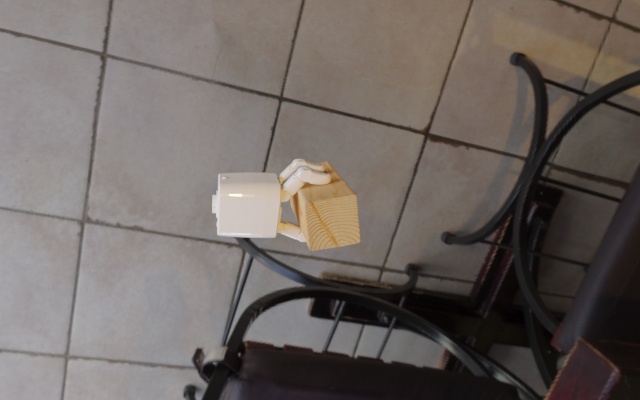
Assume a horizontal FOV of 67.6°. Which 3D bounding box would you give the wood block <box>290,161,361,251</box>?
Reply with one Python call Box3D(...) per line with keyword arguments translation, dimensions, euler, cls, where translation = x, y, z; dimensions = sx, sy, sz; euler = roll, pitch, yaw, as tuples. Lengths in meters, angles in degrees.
Box3D(translation=(0.000, 0.003, 0.880), dimensions=(0.090, 0.091, 0.206), euler=(-9, 22, -9), cls="wood block")
